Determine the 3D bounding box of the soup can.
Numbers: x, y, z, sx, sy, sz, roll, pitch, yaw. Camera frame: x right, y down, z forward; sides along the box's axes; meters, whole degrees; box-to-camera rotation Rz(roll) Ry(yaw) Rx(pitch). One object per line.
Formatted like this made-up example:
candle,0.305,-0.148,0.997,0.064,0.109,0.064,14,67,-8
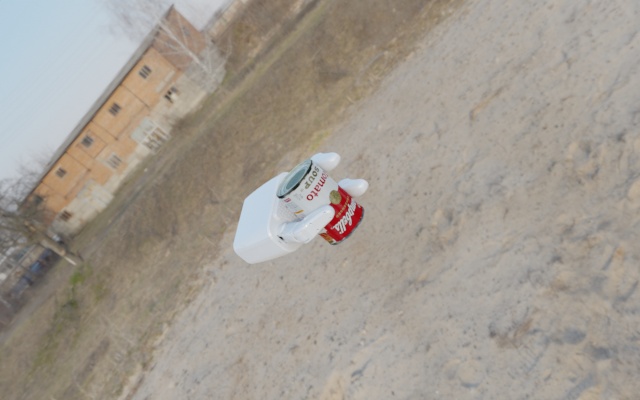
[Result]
soup can,0.000,0.002,0.634,0.102,0.068,0.068,42,-17,-19
